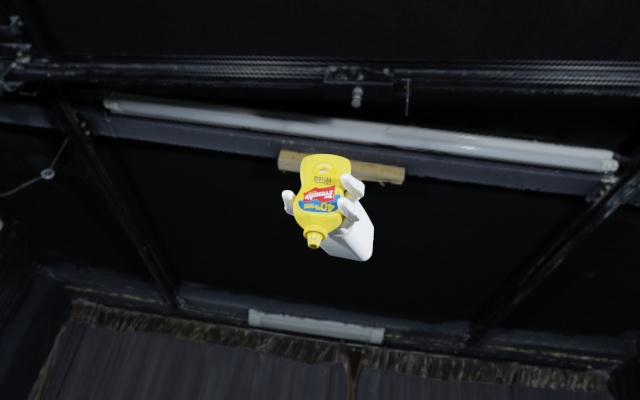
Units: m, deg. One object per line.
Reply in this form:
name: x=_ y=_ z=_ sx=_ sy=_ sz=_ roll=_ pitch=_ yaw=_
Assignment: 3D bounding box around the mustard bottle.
mustard bottle: x=0.000 y=0.002 z=0.888 sx=0.096 sy=0.191 sz=0.058 roll=5 pitch=-35 yaw=6
